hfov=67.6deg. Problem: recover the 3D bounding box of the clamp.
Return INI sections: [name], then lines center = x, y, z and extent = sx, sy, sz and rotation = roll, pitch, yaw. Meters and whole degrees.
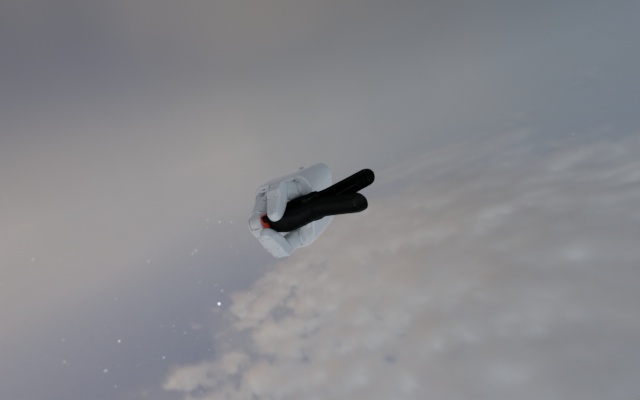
[clamp]
center = 0.000, 0.003, 0.668
extent = 0.171, 0.039, 0.120
rotation = -15, 12, 26
